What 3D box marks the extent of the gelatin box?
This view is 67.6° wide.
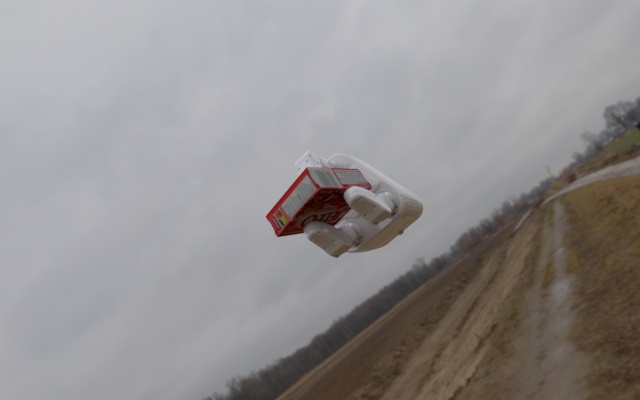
[{"bbox_3d":[0.000,0.001,0.481,0.089,0.030,0.073,-3,-38,-51],"label":"gelatin box"}]
